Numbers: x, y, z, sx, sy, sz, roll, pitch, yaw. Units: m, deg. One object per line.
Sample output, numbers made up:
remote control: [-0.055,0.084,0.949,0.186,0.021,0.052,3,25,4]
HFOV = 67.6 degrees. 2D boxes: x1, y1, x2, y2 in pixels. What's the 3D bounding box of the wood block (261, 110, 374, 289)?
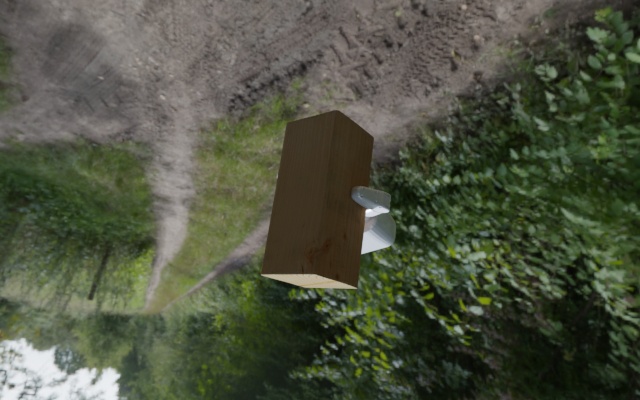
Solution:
wood block: [0.001,0.002,0.614,0.091,0.206,0.090,-7,-22,38]
